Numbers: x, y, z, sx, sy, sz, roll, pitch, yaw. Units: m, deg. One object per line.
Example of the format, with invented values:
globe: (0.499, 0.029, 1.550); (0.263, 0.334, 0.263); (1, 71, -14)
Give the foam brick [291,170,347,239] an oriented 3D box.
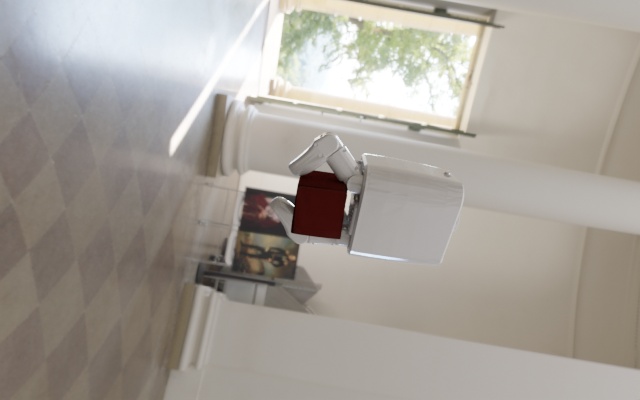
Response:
foam brick: (0.000, 0.002, 0.507); (0.051, 0.053, 0.078); (9, 17, 0)
